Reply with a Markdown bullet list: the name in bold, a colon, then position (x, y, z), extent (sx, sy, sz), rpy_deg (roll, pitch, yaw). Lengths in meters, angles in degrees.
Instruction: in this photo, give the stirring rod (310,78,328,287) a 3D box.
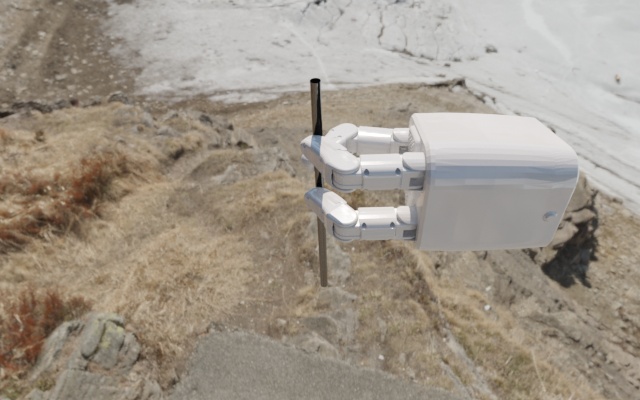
- **stirring rod**: position (0.000, 0.001, 0.427), extent (0.011, 0.240, 0.011), rpy_deg (-1, 43, 1)
